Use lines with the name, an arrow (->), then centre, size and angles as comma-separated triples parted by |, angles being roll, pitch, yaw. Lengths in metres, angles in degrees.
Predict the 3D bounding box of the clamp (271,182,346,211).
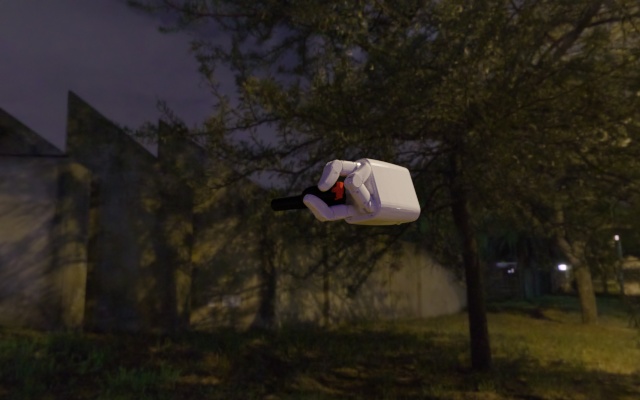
clamp -> 0.000, 0.002, 0.870 | 0.120, 0.039, 0.171 | 6, -13, -37
